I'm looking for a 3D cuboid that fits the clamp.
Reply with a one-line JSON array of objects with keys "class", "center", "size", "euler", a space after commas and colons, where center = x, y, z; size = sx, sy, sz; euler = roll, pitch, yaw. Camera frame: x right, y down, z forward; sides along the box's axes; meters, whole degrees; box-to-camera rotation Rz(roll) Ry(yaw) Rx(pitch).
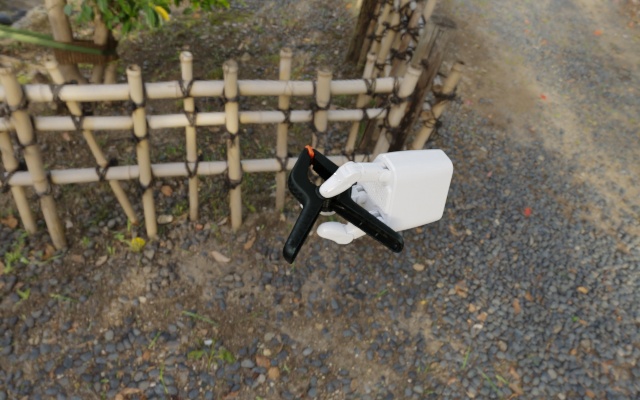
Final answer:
[{"class": "clamp", "center": [0.000, 0.001, 0.662], "size": [0.164, 0.209, 0.036], "euler": [-8, -41, -25]}]
